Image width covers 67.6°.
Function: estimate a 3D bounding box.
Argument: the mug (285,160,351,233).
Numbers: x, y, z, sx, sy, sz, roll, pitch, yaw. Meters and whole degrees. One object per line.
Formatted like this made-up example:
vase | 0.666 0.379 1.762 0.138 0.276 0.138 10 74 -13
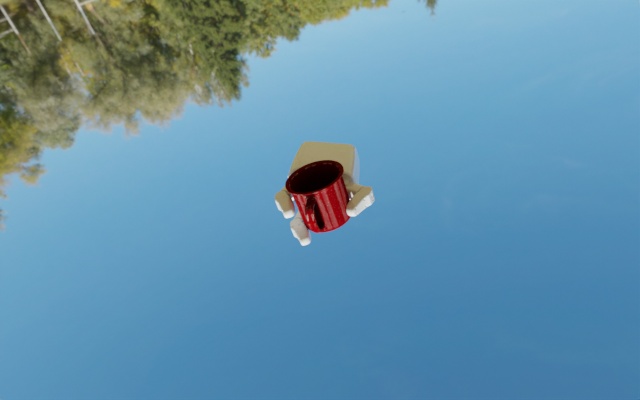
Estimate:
mug | 0.000 0.003 0.734 0.093 0.081 0.117 -9 33 17
